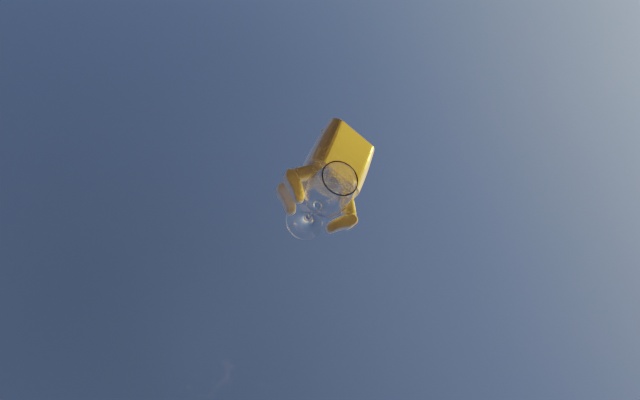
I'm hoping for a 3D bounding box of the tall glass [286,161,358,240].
[{"bbox_3d":[0.000,0.003,0.836,0.079,0.079,0.201,0,-22,-20],"label":"tall glass"}]
